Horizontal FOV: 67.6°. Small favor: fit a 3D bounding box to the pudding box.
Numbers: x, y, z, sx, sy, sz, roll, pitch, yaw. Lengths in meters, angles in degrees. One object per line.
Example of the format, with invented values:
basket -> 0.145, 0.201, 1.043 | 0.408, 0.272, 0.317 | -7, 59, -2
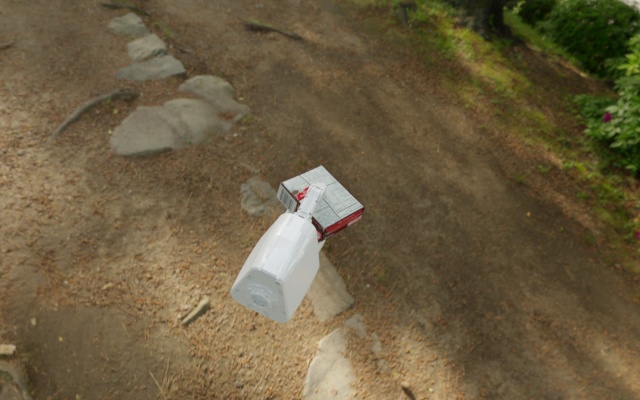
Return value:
pudding box -> 0.000, 0.002, 0.756 | 0.090, 0.113, 0.039 | -26, -29, -34
